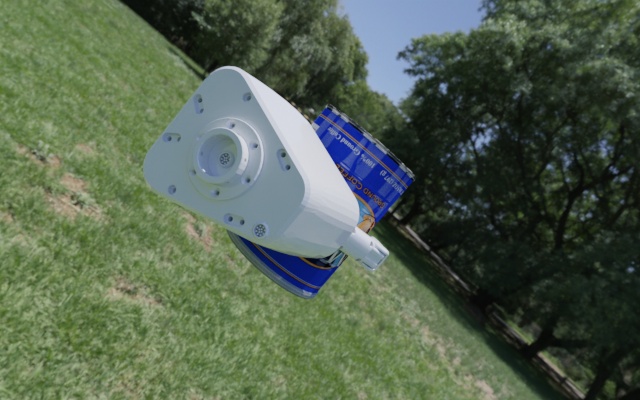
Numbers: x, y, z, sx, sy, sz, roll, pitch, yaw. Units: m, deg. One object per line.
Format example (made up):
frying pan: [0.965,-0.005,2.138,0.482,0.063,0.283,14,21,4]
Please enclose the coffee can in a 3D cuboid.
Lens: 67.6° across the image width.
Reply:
coffee can: [0.000,0.002,0.427,0.103,0.140,0.103,40,5,-4]
